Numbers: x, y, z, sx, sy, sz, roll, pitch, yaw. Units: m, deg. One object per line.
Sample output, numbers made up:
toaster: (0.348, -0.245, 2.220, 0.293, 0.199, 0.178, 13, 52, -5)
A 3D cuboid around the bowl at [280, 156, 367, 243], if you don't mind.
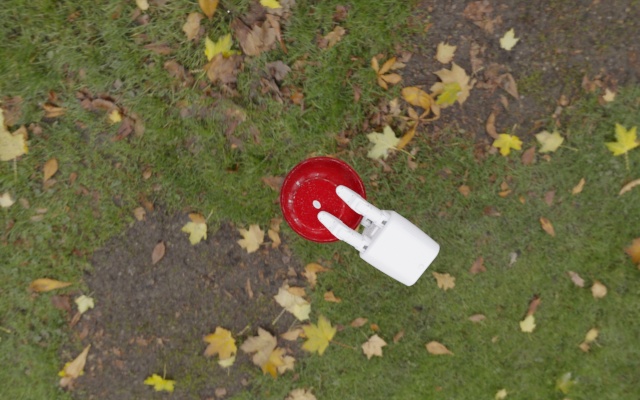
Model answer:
bowl: (-0.001, 0.002, 0.851, 0.162, 0.162, 0.055, 0, 8, 9)
